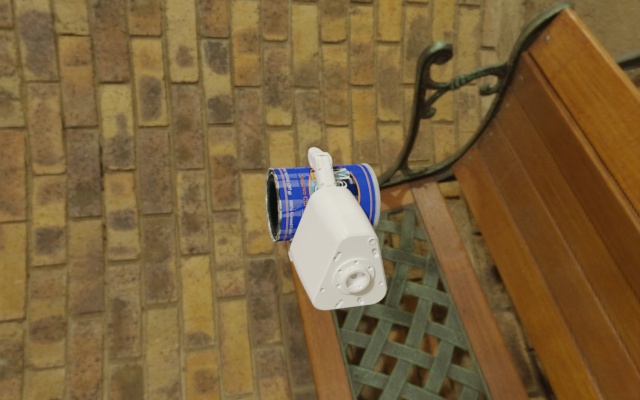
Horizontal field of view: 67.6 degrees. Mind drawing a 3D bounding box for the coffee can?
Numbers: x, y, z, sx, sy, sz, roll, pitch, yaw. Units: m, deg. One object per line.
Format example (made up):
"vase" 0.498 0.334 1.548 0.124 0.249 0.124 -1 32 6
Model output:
"coffee can" 0.000 0.002 0.670 0.140 0.103 0.103 -4 1 -15
